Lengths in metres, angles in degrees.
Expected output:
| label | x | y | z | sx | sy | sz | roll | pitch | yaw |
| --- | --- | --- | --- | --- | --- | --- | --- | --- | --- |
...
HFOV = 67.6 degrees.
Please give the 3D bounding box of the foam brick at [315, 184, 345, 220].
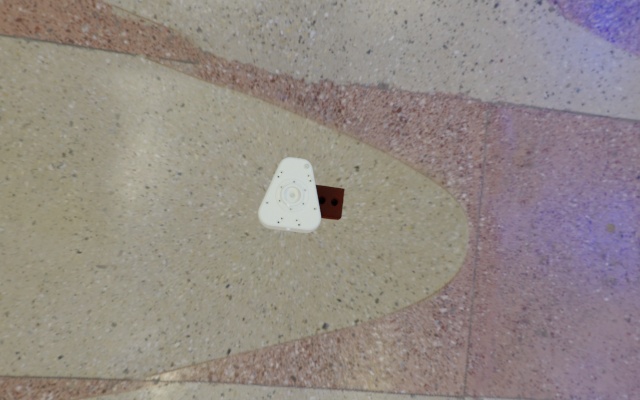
| label | x | y | z | sx | sy | sz | roll | pitch | yaw |
| --- | --- | --- | --- | --- | --- | --- | --- | --- | --- |
| foam brick | 0.000 | 0.003 | 0.831 | 0.078 | 0.053 | 0.051 | 7 | -7 | -4 |
